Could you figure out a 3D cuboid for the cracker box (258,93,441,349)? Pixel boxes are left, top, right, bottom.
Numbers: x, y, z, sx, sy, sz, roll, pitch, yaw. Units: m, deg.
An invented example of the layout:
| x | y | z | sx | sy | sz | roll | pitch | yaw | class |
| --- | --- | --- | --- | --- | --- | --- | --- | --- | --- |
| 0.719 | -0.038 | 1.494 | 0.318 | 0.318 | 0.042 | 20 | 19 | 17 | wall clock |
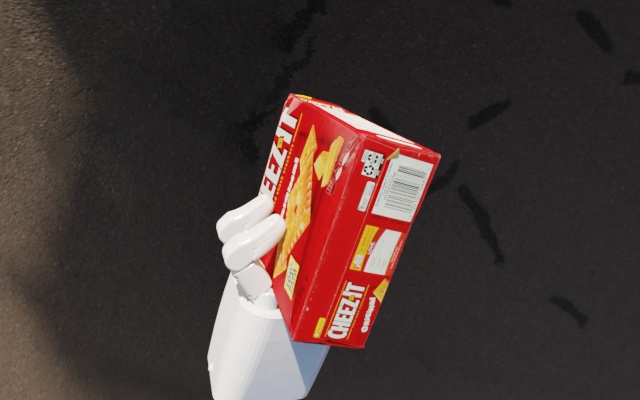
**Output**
| x | y | z | sx | sy | sz | roll | pitch | yaw | class |
| --- | --- | --- | --- | --- | --- | --- | --- | --- | --- |
| 0.000 | 0.002 | 0.435 | 0.072 | 0.164 | 0.213 | 13 | 15 | -22 | cracker box |
